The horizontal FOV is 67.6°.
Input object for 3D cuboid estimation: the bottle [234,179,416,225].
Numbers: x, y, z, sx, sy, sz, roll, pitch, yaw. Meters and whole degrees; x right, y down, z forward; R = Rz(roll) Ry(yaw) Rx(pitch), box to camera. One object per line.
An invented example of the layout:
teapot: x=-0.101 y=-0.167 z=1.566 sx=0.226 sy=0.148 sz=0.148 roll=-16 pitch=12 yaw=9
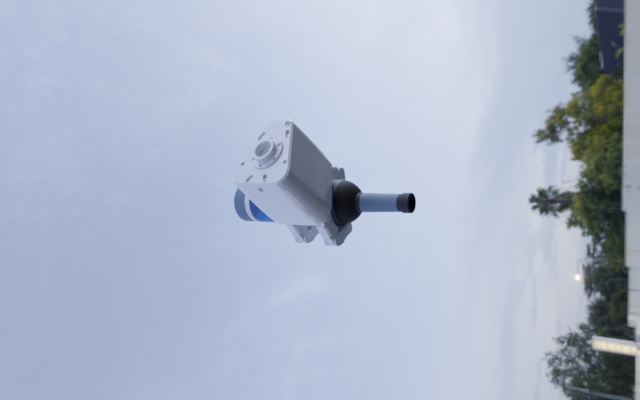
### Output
bottle: x=0.000 y=0.002 z=0.717 sx=0.295 sy=0.069 sz=0.069 roll=1 pitch=0 yaw=34
